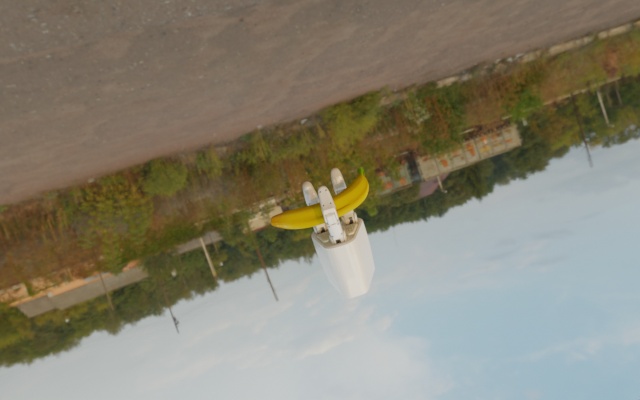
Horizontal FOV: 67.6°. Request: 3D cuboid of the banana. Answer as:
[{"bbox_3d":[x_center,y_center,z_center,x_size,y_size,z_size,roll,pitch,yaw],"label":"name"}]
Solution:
[{"bbox_3d":[0.012,0.008,0.826,0.198,0.037,0.069,-28,34,-17],"label":"banana"}]
